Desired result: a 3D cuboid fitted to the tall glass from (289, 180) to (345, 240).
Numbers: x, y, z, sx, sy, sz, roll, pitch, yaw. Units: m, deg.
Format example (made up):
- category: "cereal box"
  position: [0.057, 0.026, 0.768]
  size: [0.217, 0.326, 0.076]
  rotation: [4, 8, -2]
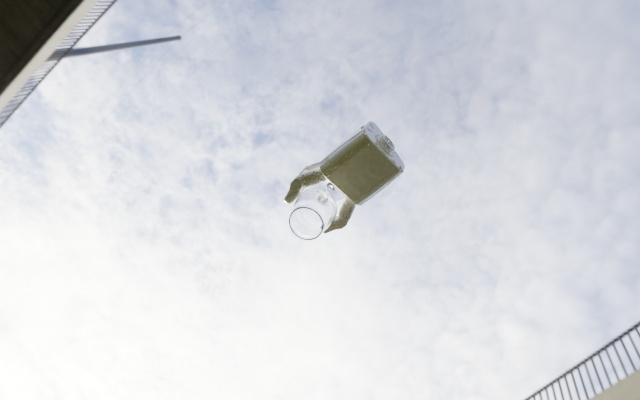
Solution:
- category: "tall glass"
  position: [0.000, 0.003, 0.898]
  size: [0.079, 0.079, 0.201]
  rotation: [0, 22, 16]
